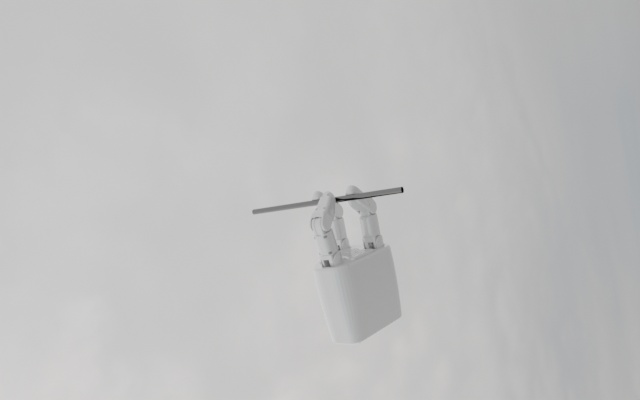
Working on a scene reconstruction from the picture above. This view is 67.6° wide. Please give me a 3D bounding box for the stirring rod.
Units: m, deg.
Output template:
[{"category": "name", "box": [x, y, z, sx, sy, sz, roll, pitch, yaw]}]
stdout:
[{"category": "stirring rod", "box": [0.000, 0.002, 0.645, 0.239, 0.011, 0.011, -9, -5, 33]}]
